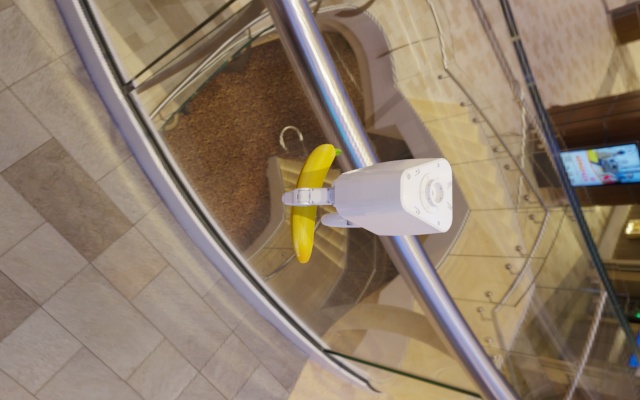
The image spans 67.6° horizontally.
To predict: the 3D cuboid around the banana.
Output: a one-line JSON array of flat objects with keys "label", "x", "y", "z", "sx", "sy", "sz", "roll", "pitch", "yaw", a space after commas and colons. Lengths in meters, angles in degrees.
[{"label": "banana", "x": -0.010, "y": -0.010, "z": 0.698, "sx": 0.037, "sy": 0.197, "sz": 0.070, "roll": -3, "pitch": -30, "yaw": 43}]
